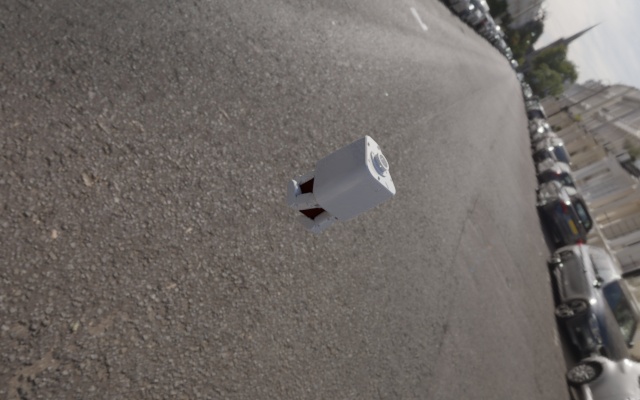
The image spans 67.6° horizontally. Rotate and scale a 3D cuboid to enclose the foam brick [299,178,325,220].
[{"bbox_3d":[0.000,0.003,0.861,0.051,0.053,0.078,-28,-40,26],"label":"foam brick"}]
